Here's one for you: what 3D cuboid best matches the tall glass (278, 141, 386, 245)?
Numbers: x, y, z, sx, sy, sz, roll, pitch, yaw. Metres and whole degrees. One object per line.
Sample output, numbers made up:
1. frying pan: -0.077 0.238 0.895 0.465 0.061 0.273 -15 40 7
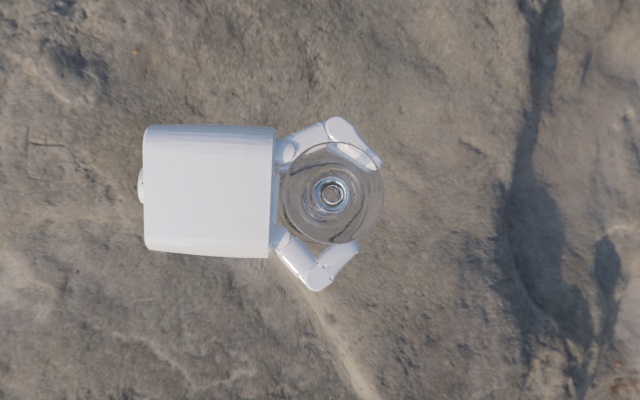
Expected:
1. tall glass: 0.000 0.001 0.438 0.079 0.079 0.201 0 -4 -5
